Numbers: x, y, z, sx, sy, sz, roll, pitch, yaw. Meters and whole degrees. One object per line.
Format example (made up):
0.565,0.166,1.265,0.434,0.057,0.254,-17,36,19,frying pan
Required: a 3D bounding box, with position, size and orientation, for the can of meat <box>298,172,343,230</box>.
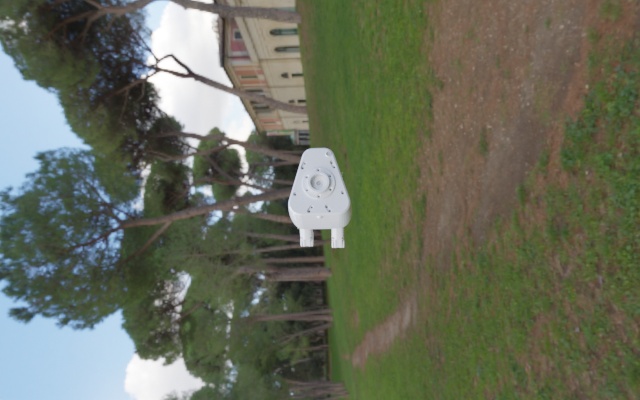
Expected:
0.000,0.003,0.855,0.084,0.102,0.057,-1,-11,2,can of meat
